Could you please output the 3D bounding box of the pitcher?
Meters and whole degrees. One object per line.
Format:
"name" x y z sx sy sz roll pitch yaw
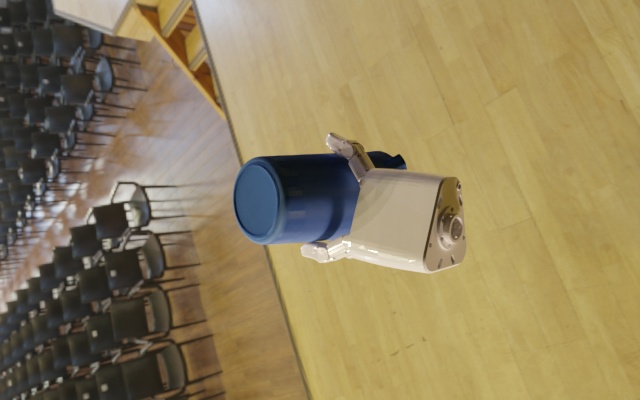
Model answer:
"pitcher" 0.000 0.002 0.663 0.145 0.149 0.243 12 11 44
